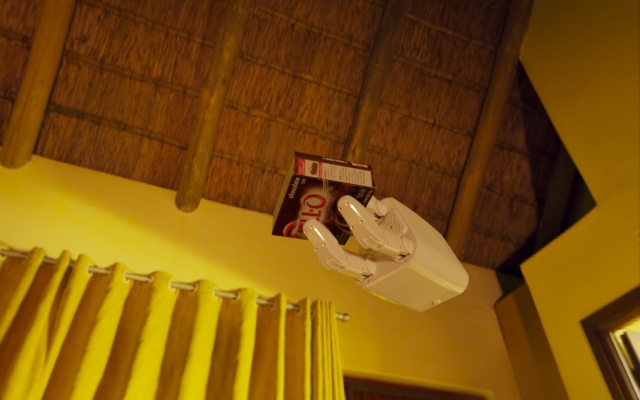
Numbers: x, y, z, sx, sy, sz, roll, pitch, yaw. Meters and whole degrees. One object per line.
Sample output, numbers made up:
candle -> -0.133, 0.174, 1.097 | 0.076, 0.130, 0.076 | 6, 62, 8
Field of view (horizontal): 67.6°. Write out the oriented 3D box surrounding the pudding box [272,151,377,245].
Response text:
pudding box -> 0.000, 0.002, 0.531 | 0.090, 0.039, 0.114 | 8, -42, -13
